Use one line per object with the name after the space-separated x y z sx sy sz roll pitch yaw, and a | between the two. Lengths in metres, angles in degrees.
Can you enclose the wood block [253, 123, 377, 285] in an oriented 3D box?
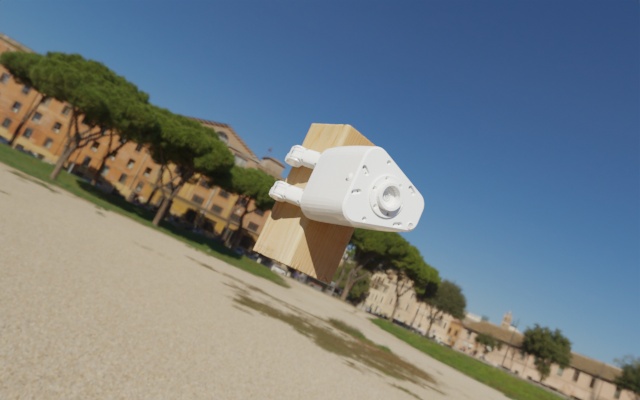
0.001 0.002 0.688 0.091 0.206 0.090 32 -12 -38 | wood block
